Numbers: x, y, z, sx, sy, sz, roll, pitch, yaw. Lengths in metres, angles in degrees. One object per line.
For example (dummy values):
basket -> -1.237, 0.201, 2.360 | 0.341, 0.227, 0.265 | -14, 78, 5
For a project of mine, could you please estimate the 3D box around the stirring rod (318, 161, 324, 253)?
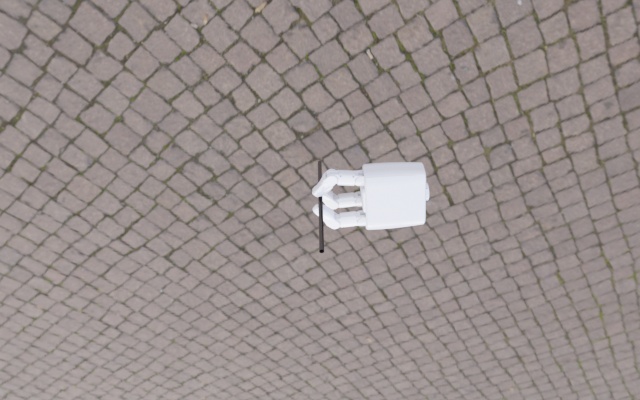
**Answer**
stirring rod -> 0.000, 0.003, 0.842 | 0.011, 0.011, 0.239 | 0, 40, -1
